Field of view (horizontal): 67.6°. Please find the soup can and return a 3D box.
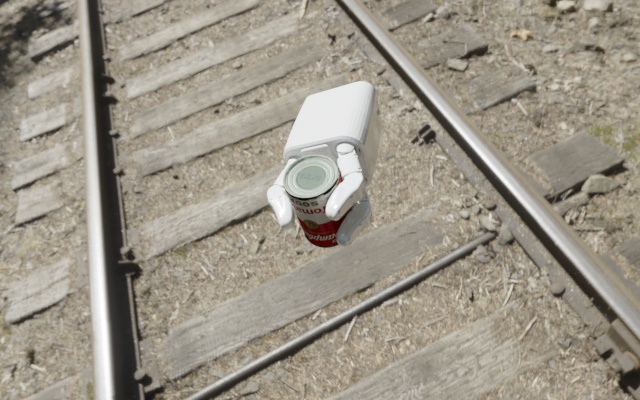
[{"bbox_3d":[0.000,0.002,0.575,0.068,0.068,0.102,0,-37,16],"label":"soup can"}]
